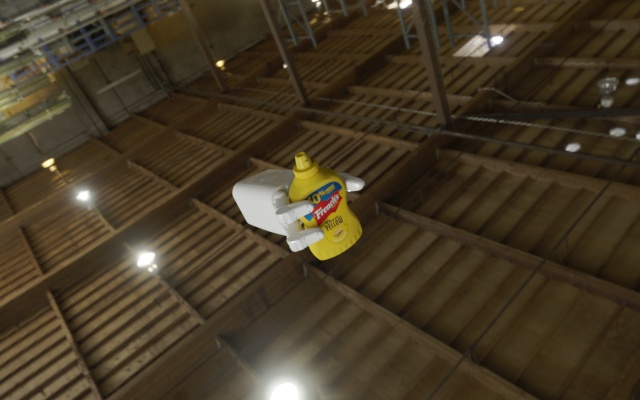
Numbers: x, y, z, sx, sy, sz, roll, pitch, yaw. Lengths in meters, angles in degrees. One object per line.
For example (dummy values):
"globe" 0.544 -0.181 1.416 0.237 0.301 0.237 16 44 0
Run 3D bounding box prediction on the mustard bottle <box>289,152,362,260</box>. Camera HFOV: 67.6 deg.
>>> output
"mustard bottle" 0.000 0.003 0.792 0.096 0.192 0.058 -31 33 -12
